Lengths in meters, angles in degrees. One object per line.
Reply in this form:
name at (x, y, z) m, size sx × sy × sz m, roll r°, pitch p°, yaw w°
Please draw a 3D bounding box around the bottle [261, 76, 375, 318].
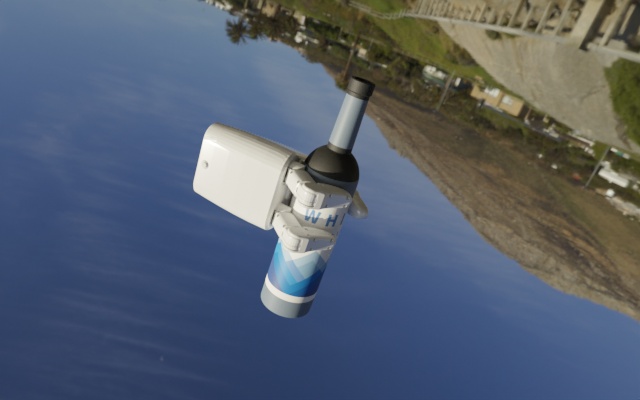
bottle at (0.000, 0.002, 0.558) m, size 0.069 × 0.296 × 0.069 m, roll 16°, pitch 23°, yaw -7°
